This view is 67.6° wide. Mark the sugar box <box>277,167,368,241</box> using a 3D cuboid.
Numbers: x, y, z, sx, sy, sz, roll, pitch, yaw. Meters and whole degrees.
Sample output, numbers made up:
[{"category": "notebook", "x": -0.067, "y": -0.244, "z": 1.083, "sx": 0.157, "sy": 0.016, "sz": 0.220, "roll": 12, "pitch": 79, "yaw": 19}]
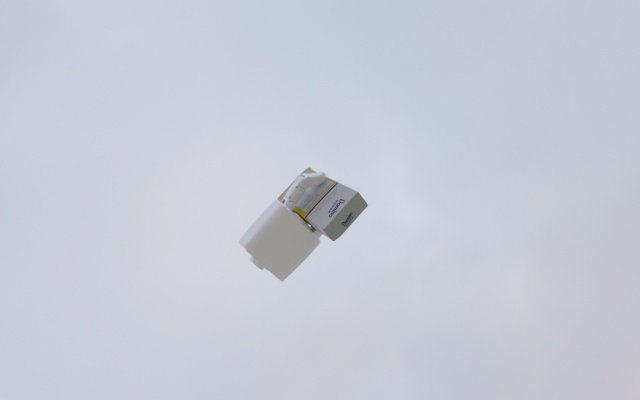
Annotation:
[{"category": "sugar box", "x": 0.000, "y": 0.003, "z": 0.891, "sx": 0.176, "sy": 0.093, "sz": 0.048, "roll": 32, "pitch": -14, "yaw": 51}]
